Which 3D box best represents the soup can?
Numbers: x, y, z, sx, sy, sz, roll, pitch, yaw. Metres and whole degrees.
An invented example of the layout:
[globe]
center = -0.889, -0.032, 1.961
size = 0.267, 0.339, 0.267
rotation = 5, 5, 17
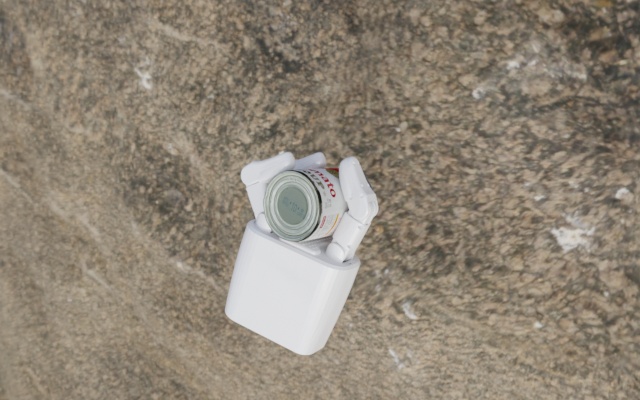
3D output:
[soup can]
center = 0.000, 0.001, 0.473
size = 0.068, 0.068, 0.102
rotation = 0, 4, 34
